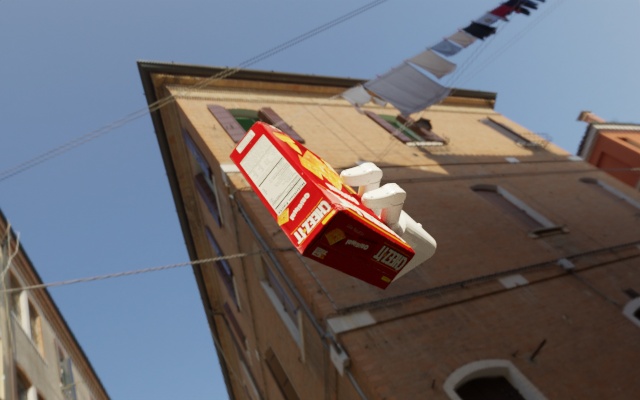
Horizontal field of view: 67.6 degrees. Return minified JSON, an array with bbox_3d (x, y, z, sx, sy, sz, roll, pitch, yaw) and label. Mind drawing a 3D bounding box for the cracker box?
[{"bbox_3d":[0.000,0.002,0.604,0.164,0.072,0.213,29,14,-45],"label":"cracker box"}]
